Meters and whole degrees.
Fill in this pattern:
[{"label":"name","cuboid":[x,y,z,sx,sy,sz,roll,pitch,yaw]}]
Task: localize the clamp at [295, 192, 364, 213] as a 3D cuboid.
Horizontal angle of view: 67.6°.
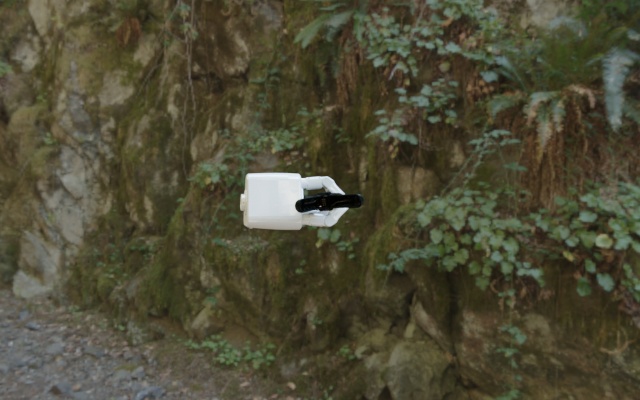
[{"label":"clamp","cuboid":[0.000,0.002,0.898,0.120,0.039,0.171,0,-1,-14]}]
